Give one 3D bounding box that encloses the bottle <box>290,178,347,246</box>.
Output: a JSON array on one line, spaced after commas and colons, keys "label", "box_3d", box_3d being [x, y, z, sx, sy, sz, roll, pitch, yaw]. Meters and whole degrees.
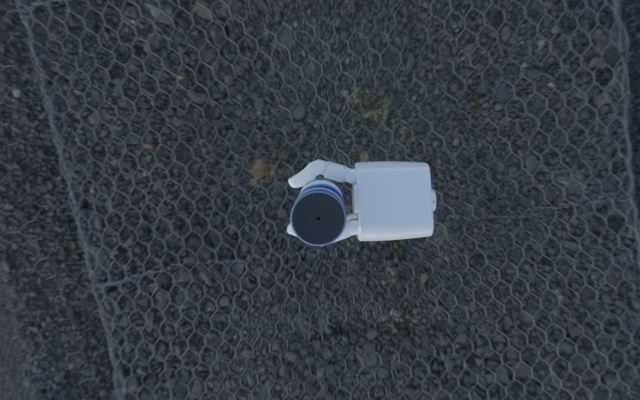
[{"label": "bottle", "box_3d": [0.000, 0.002, 0.706, 0.069, 0.069, 0.295, 0, 7, 1]}]
